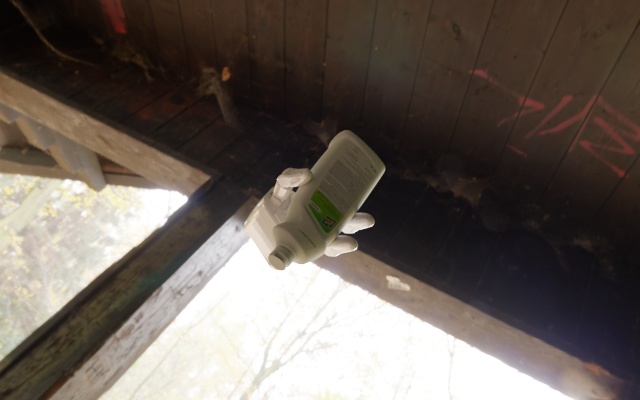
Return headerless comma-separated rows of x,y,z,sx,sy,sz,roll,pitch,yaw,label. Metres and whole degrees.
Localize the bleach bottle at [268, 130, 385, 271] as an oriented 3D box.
0.000,0.002,0.708,0.250,0.102,0.068,-49,4,-38,bleach bottle
